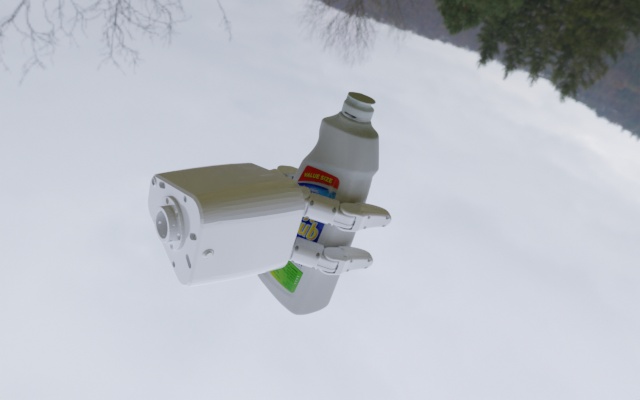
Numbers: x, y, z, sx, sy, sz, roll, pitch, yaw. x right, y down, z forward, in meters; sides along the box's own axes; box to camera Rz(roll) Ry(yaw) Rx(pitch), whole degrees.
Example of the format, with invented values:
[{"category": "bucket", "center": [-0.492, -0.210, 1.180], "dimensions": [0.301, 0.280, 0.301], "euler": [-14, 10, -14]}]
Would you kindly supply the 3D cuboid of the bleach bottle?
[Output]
[{"category": "bleach bottle", "center": [0.000, 0.002, 0.521], "dimensions": [0.068, 0.251, 0.102], "euler": [-9, 38, -40]}]
